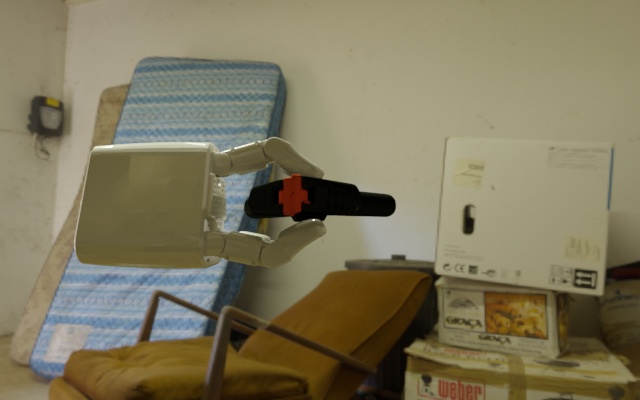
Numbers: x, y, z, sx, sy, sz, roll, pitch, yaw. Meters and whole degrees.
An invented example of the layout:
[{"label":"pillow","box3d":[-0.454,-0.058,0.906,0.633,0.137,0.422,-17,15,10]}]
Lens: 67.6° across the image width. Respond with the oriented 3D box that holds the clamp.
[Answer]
[{"label":"clamp","box3d":[0.000,0.001,0.436,0.164,0.036,0.210,-2,-3,-1]}]
